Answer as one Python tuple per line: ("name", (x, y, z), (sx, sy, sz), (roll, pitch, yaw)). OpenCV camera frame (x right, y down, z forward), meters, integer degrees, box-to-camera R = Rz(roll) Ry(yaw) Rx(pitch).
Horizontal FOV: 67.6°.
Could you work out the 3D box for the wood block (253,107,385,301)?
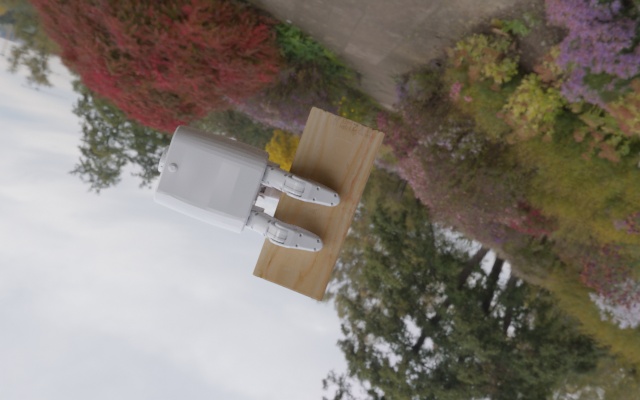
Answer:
("wood block", (0.000, 0.002, 0.585), (0.090, 0.206, 0.091), (21, 7, 2))
